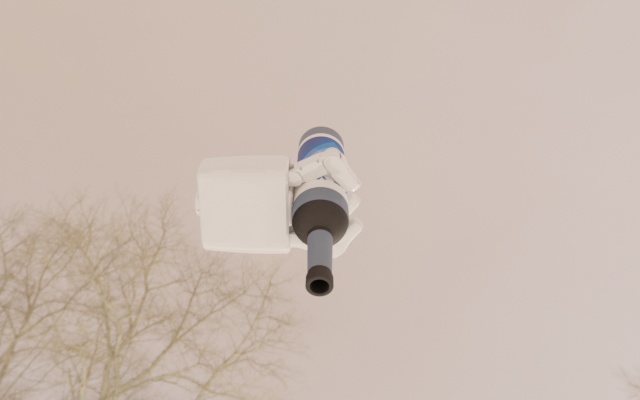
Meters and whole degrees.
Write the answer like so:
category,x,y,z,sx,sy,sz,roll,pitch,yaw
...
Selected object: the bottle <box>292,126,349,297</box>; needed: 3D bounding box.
category,x,y,z,sx,sy,sz,roll,pitch,yaw
bottle,0.000,0.002,0.580,0.069,0.069,0.295,0,33,0
